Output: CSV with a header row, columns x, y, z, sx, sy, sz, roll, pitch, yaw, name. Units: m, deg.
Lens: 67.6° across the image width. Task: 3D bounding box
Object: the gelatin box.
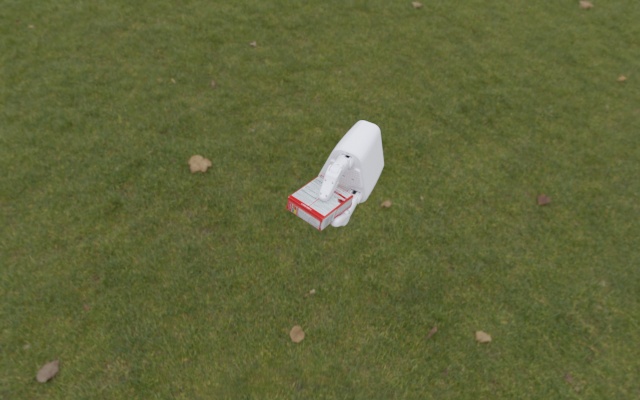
x,y,z,sx,sy,sz,roll,pitch,yaw,name
0.000,0.002,0.786,0.073,0.030,0.089,32,45,23,gelatin box
